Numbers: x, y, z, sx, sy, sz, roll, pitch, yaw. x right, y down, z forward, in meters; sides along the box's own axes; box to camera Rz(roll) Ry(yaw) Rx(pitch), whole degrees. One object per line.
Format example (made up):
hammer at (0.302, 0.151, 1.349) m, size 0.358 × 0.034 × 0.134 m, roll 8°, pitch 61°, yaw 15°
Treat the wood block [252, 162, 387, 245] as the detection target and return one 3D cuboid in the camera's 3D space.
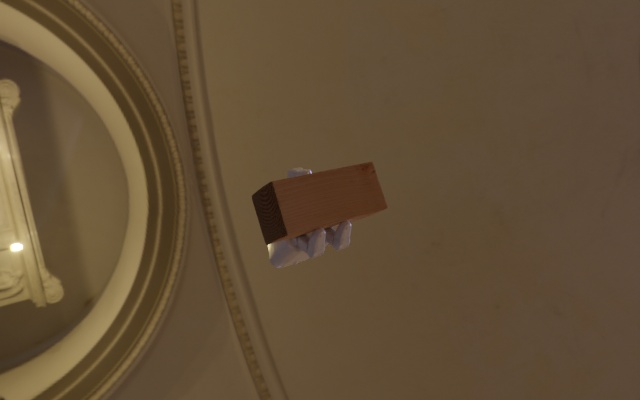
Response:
wood block at (0.000, 0.002, 0.826) m, size 0.206 × 0.091 × 0.090 m, roll -14°, pitch -8°, yaw -33°
